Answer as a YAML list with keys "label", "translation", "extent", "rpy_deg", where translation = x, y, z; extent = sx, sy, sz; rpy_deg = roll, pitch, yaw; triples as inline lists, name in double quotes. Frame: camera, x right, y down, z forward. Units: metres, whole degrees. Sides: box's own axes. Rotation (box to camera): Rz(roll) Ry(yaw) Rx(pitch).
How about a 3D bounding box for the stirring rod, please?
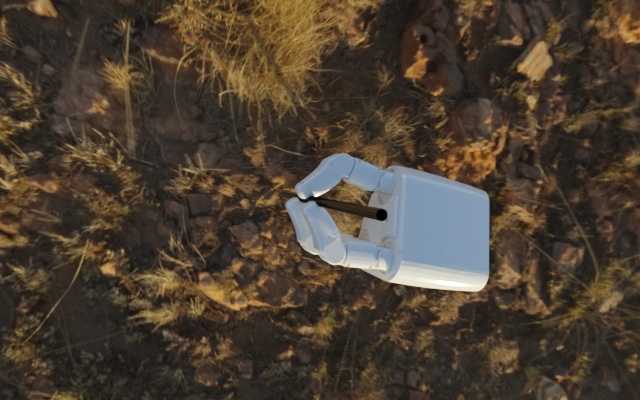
- label: "stirring rod"
  translation: [0.000, 0.001, 0.415]
  extent: [0.011, 0.011, 0.239]
  rpy_deg: [0, 4, -19]
